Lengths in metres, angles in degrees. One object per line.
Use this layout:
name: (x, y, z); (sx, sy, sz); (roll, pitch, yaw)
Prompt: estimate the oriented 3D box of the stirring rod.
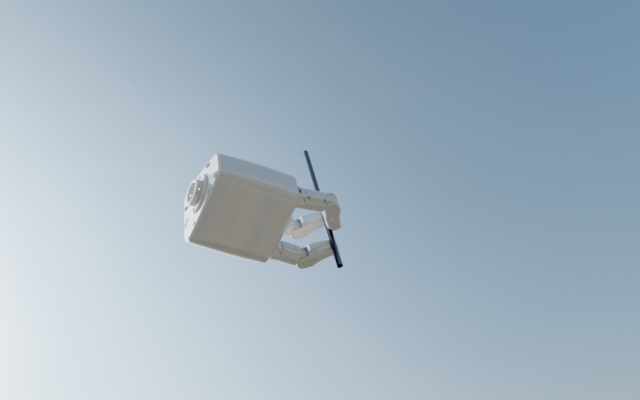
stirring rod: (0.000, 0.002, 0.687); (0.011, 0.011, 0.239); (0, 42, -16)
